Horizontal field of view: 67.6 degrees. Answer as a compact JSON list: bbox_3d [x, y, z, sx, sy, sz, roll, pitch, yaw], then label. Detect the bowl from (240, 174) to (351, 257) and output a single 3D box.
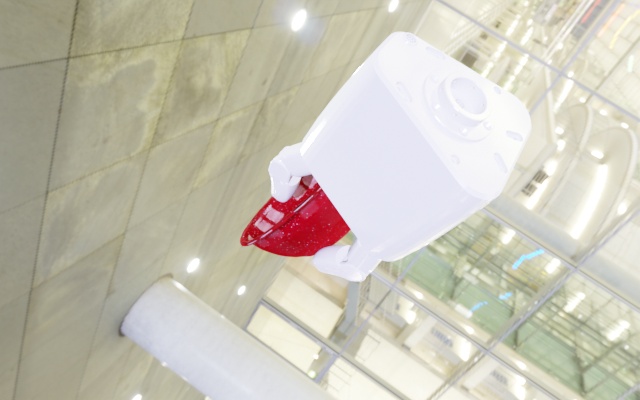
[{"bbox_3d":[0.000,0.002,0.453,0.162,0.055,0.162,-41,13,11],"label":"bowl"}]
